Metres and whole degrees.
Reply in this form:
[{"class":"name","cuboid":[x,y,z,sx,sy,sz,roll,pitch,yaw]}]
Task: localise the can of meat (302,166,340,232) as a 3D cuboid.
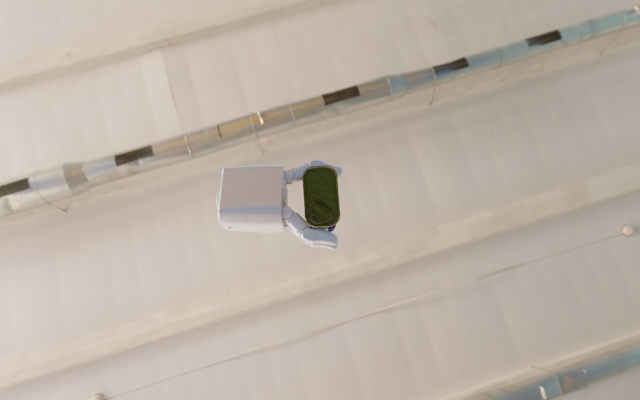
[{"class":"can of meat","cuboid":[0.000,0.003,0.807,0.057,0.102,0.084,-4,-14,-2]}]
